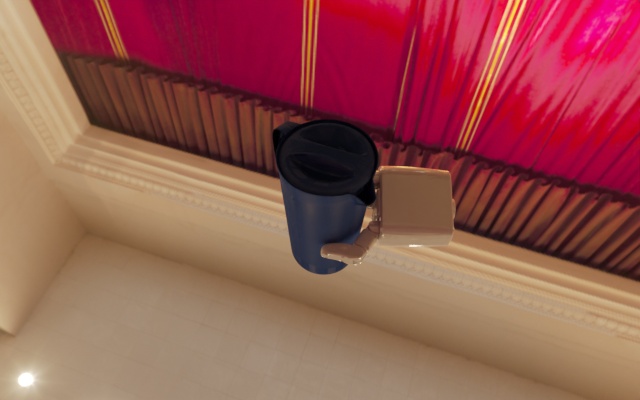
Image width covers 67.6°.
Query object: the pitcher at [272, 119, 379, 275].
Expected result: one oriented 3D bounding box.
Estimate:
[{"bbox_3d":[0.000,0.002,0.710,0.145,0.149,0.243,2,-36,0],"label":"pitcher"}]
